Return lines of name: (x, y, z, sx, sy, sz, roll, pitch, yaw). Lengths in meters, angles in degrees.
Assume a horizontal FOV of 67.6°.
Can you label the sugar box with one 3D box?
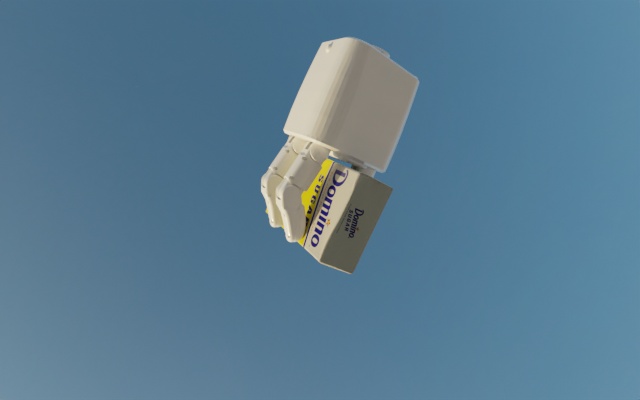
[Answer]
sugar box: (0.000, 0.001, 0.514, 0.048, 0.093, 0.176, 24, 3, -24)
